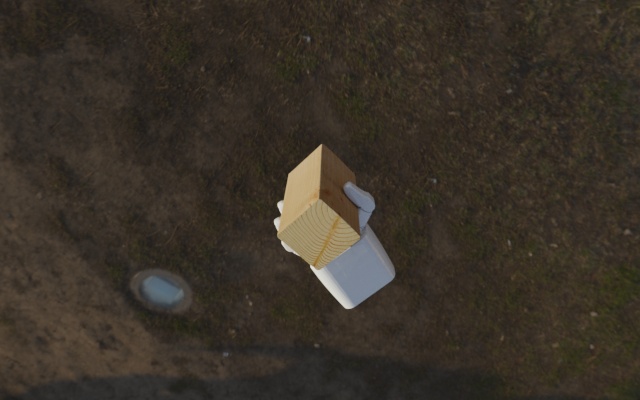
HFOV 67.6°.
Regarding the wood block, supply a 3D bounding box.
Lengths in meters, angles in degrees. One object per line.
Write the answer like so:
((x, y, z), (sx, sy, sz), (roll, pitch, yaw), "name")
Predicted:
((0.001, 0.003, 0.775), (0.091, 0.090, 0.206), (-40, 21, 20), "wood block")
